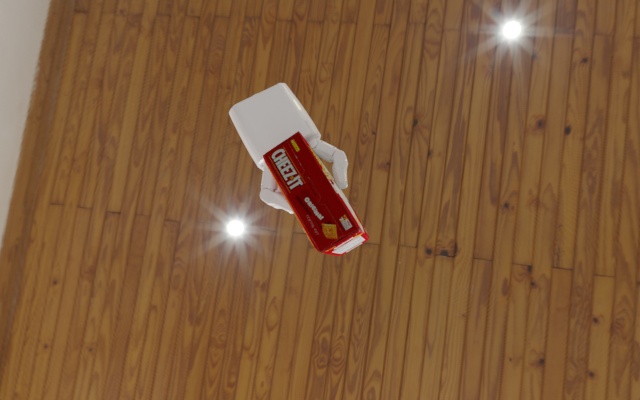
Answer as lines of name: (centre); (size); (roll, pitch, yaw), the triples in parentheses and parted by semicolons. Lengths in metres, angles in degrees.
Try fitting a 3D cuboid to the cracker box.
cracker box: (0.000, 0.002, 0.745); (0.072, 0.164, 0.214); (-33, -11, 4)
